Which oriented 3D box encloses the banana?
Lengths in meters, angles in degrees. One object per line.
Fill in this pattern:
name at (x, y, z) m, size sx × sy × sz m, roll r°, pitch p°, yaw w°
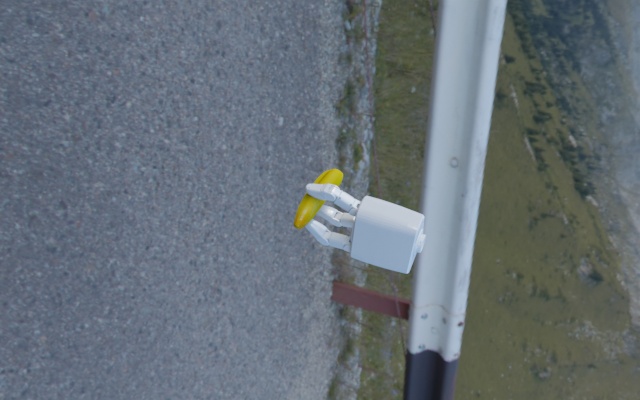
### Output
banana at (0.005, -0.015, 0.881) m, size 0.037 × 0.070 × 0.197 m, roll 19°, pitch 29°, yaw 15°
